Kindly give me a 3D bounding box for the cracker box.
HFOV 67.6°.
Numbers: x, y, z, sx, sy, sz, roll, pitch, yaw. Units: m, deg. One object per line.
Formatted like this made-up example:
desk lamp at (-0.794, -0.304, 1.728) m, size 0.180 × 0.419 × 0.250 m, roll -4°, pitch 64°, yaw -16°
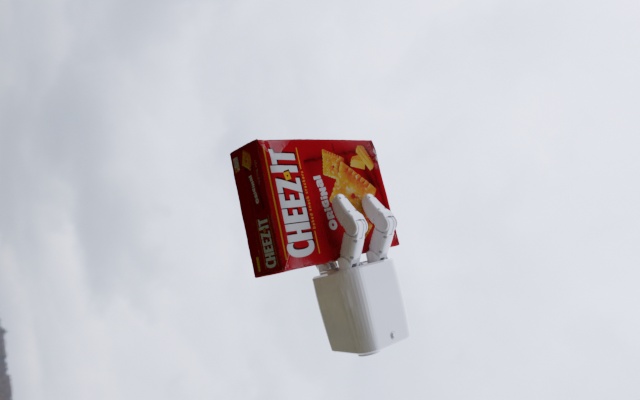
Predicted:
cracker box at (0.000, 0.002, 0.645) m, size 0.213 × 0.164 × 0.072 m, roll -6°, pitch -10°, yaw -43°
